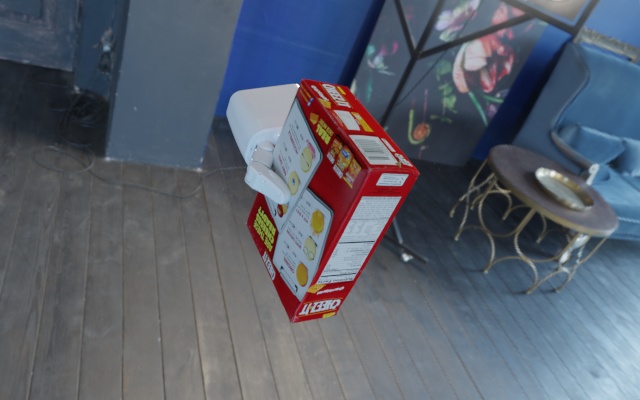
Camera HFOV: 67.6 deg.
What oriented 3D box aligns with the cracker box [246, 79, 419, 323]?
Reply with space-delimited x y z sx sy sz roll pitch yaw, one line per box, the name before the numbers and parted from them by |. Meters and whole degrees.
cracker box | 0.000 0.002 0.531 0.072 0.214 0.164 1 40 -32
